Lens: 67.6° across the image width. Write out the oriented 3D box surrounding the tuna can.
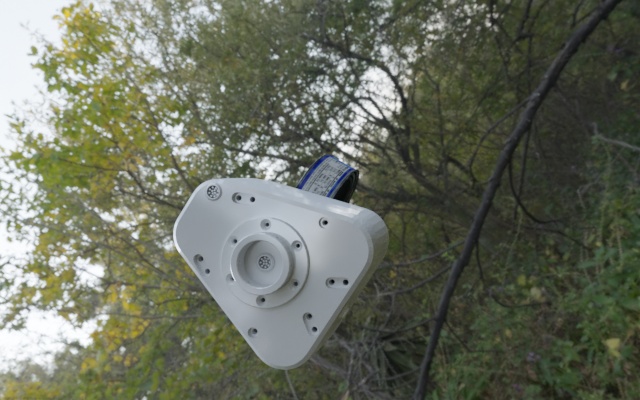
[{"bbox_3d":[0.000,0.001,0.441,0.033,0.086,0.086,31,7,12],"label":"tuna can"}]
